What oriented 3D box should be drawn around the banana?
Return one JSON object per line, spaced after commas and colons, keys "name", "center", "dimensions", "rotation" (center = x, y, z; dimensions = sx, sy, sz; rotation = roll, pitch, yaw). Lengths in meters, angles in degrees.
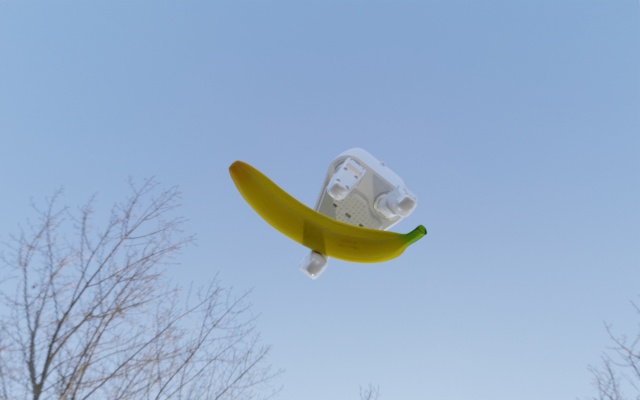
{"name": "banana", "center": [-0.001, 0.019, 0.466], "dimensions": [0.198, 0.070, 0.037], "rotation": [19, 26, 8]}
